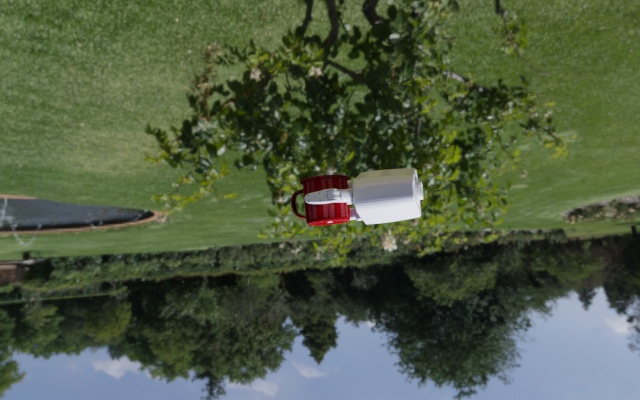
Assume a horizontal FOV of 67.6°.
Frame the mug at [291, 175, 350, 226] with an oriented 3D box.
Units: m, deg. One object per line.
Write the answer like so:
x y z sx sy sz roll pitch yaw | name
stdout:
-0.001 0.003 0.878 0.117 0.081 0.093 -7 -8 18 | mug
